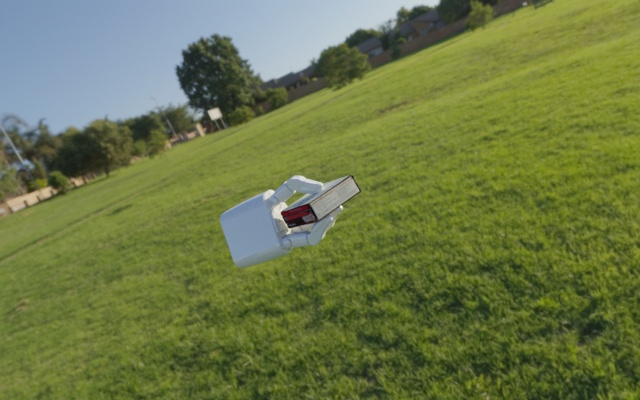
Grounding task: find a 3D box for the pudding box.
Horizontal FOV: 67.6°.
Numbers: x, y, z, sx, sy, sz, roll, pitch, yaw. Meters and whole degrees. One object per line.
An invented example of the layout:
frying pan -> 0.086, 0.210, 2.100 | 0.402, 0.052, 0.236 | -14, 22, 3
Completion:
pudding box -> 0.000, 0.003, 0.809 | 0.113, 0.039, 0.090 | -36, 13, -35
